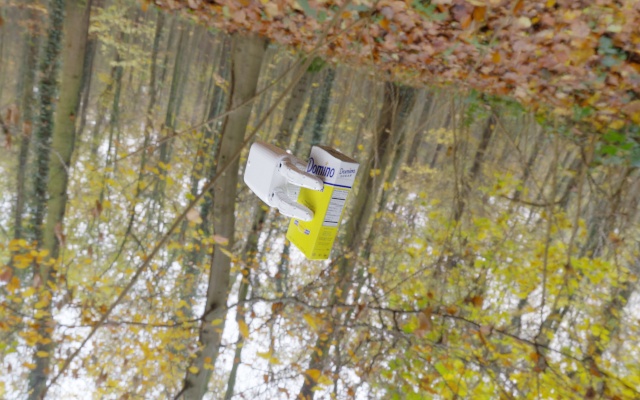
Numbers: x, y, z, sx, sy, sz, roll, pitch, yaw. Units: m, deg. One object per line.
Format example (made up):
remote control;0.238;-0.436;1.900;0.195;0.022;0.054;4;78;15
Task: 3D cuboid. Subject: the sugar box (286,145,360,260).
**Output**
sugar box;0.000;0.003;0.804;0.048;0.176;0.093;4;19;-34
